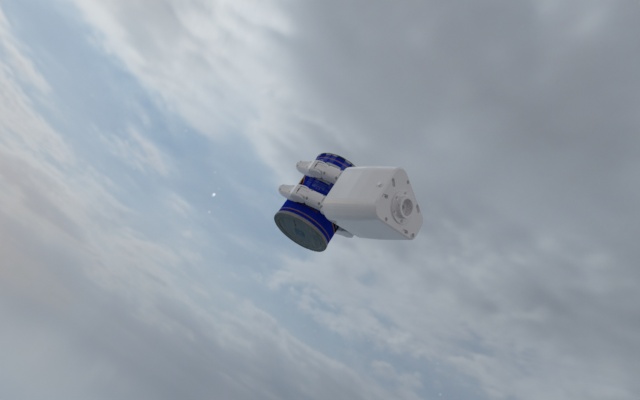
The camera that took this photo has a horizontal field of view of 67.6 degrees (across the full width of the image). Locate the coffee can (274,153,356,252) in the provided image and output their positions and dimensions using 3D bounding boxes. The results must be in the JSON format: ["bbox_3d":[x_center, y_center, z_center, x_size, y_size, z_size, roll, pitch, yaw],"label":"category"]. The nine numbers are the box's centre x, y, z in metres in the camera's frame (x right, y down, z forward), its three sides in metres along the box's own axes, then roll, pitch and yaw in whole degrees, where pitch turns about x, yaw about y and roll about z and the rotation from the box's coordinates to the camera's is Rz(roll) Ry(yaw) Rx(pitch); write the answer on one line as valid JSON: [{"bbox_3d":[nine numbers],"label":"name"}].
[{"bbox_3d":[0.000,0.003,0.824,0.103,0.140,0.103,27,-26,14],"label":"coffee can"}]
